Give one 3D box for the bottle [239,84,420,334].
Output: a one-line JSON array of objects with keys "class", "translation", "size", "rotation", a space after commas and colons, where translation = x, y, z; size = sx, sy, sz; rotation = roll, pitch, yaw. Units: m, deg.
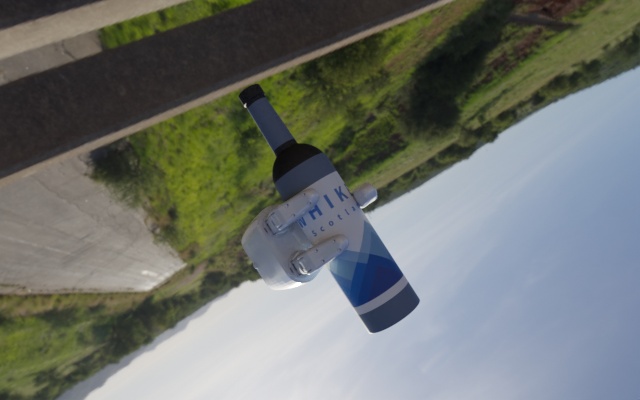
[{"class": "bottle", "translation": [0.000, 0.002, 0.523], "size": [0.069, 0.295, 0.069], "rotation": [-33, -2, -2]}]
